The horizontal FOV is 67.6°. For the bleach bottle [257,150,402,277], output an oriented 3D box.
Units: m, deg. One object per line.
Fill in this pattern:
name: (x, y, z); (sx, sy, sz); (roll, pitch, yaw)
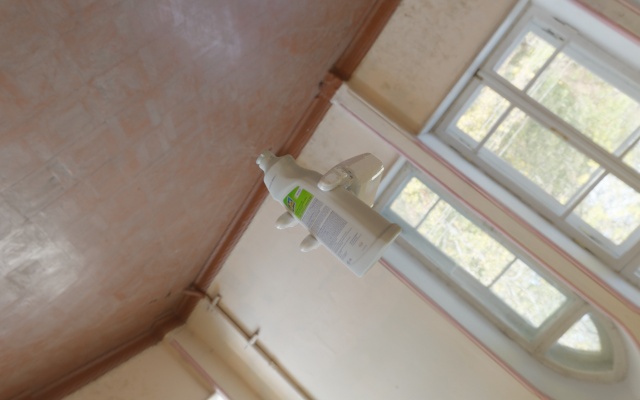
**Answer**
bleach bottle: (0.000, 0.003, 0.753); (0.251, 0.103, 0.068); (41, 35, 13)
